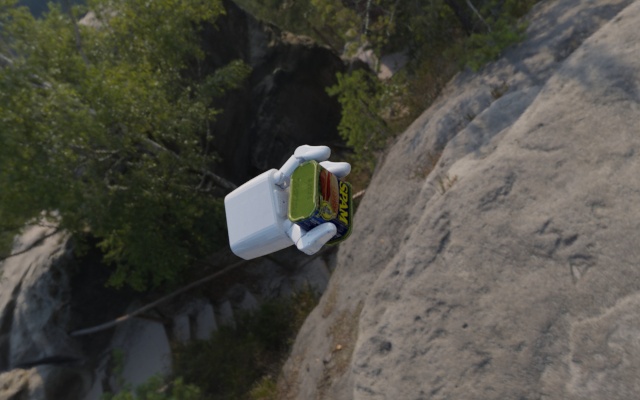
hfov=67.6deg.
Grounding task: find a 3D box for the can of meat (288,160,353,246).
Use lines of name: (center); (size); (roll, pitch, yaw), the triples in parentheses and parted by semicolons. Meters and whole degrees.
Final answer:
can of meat: (0.000, 0.002, 0.696); (0.057, 0.102, 0.084); (-22, -38, 33)
